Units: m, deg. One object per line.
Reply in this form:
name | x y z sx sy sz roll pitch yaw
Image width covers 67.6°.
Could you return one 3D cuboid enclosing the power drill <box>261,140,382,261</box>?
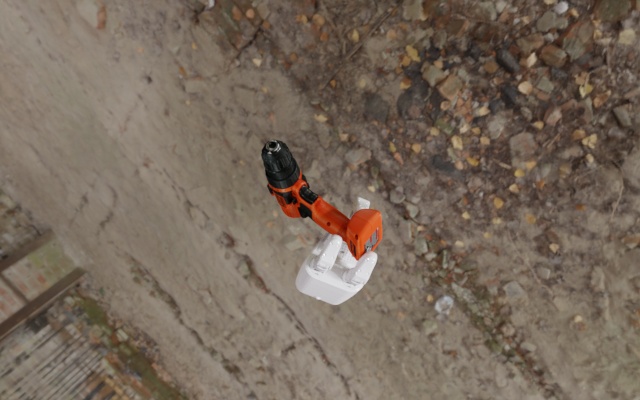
power drill | 0.000 0.003 0.699 0.187 0.057 0.184 34 -17 24
